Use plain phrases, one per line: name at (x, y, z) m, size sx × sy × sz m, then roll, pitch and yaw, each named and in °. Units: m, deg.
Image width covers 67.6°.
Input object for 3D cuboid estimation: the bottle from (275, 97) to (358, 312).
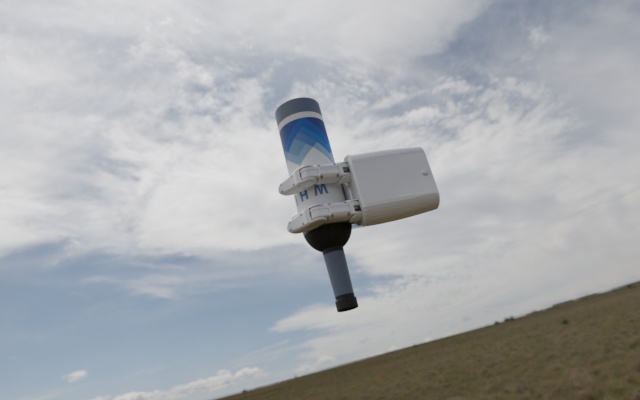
bottle at (0.000, 0.002, 0.645) m, size 0.069 × 0.295 × 0.069 m, roll -13°, pitch -21°, yaw -5°
